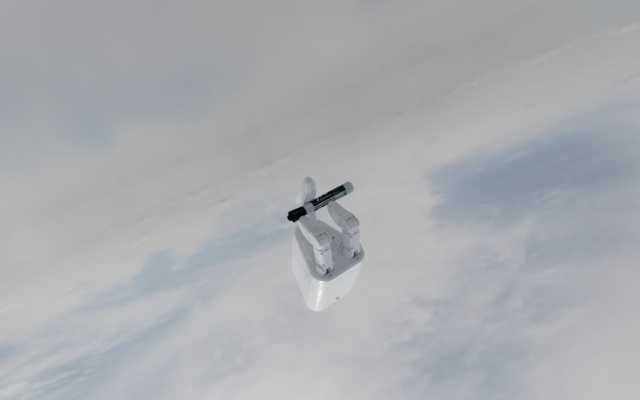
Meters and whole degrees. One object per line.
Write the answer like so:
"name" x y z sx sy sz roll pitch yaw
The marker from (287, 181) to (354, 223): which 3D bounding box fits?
"marker" 0.000 0.002 0.732 0.121 0.020 0.020 -28 14 -28
